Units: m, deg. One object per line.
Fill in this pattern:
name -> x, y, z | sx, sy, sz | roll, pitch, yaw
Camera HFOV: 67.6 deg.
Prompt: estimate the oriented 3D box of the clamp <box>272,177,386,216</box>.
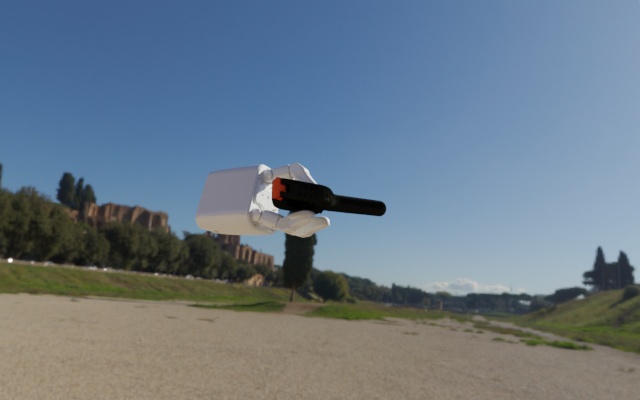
clamp -> 0.000, 0.002, 0.735 | 0.164, 0.036, 0.210 | -6, -15, 23
